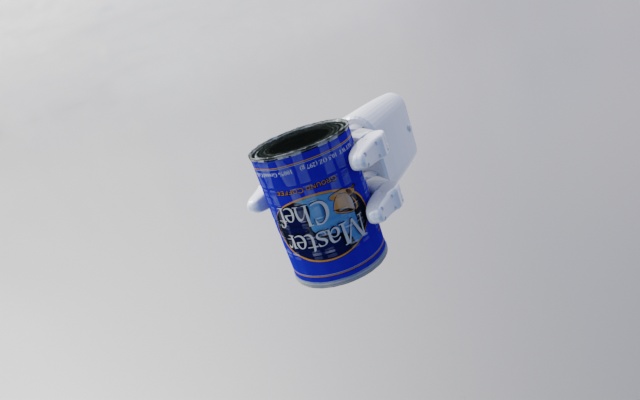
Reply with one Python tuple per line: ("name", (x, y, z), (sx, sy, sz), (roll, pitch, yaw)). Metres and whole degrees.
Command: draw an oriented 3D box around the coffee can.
("coffee can", (0.000, 0.002, 0.482), (0.103, 0.140, 0.102), (-17, 20, 6))
